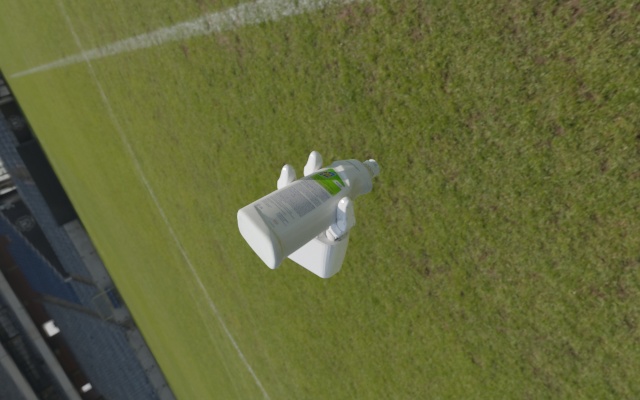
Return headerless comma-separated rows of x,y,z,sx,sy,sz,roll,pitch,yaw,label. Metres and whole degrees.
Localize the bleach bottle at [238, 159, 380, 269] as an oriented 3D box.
0.000,0.002,0.752,0.250,0.068,0.102,-29,57,-27,bleach bottle
